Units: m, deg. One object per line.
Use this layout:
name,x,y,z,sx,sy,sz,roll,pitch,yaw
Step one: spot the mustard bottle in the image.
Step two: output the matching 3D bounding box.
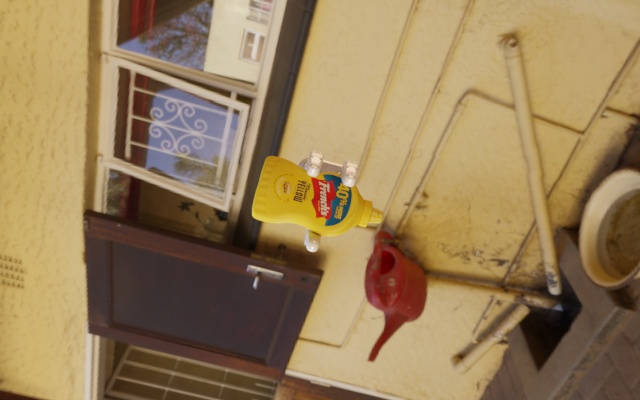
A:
mustard bottle,0.000,0.002,0.715,0.191,0.096,0.058,15,-19,-4
